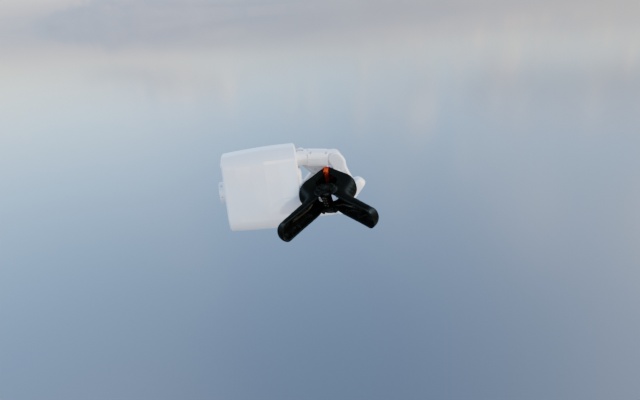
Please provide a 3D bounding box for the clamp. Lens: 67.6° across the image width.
[{"bbox_3d":[0.000,0.001,0.622,0.120,0.039,0.171,-8,22,-4],"label":"clamp"}]
